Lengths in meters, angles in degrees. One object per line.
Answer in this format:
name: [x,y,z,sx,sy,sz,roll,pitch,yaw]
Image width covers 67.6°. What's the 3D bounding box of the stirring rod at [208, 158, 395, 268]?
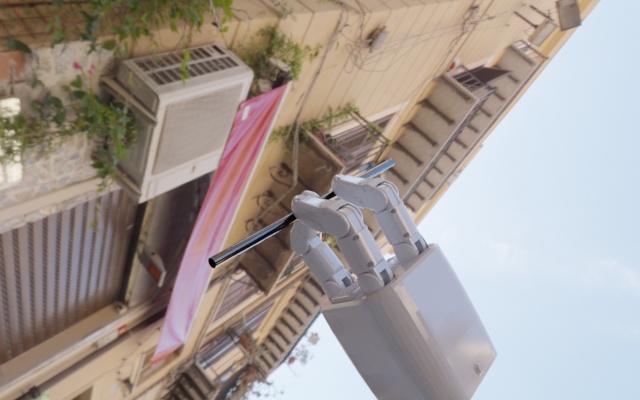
stirring rod: [0.000,0.001,0.409,0.011,0.011,0.239,0,20,41]
